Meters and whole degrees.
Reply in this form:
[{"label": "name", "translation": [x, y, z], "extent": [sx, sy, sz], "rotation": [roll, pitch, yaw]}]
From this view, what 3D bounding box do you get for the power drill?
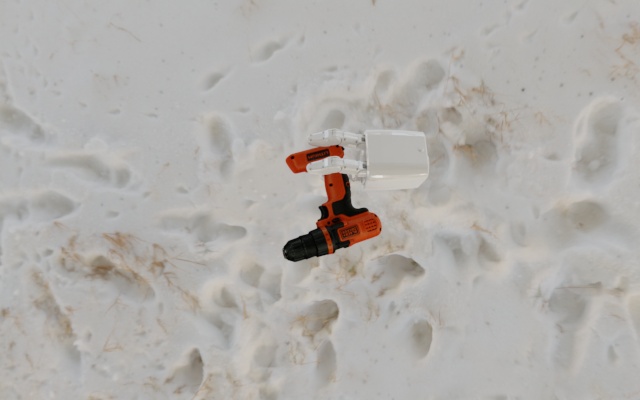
[{"label": "power drill", "translation": [0.000, 0.002, 0.850], "extent": [0.184, 0.187, 0.057], "rotation": [-17, -4, -16]}]
